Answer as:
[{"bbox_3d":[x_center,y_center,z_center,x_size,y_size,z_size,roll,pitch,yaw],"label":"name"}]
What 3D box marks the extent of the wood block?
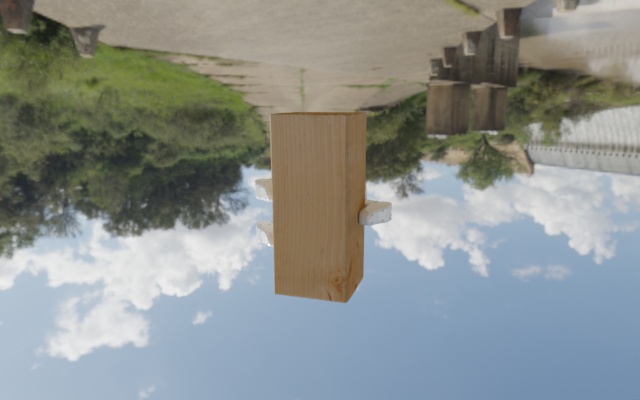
[{"bbox_3d":[0.001,0.002,0.559,0.091,0.206,0.090,3,13,18],"label":"wood block"}]
